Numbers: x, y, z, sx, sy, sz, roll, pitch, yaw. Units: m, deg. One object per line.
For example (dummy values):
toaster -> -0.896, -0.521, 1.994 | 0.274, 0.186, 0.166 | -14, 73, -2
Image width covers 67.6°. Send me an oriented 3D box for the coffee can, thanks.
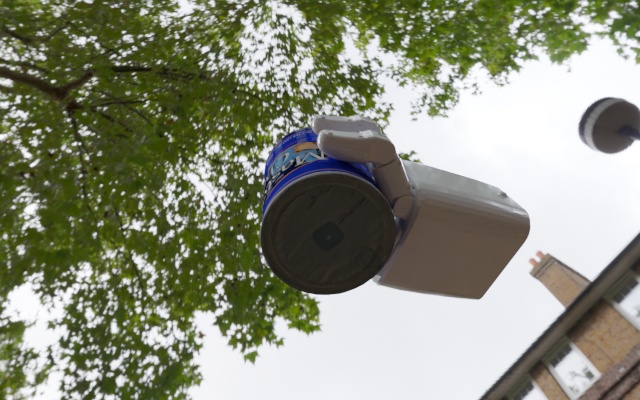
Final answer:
coffee can -> 0.000, 0.001, 0.420 | 0.103, 0.103, 0.140 | 0, 23, -6
